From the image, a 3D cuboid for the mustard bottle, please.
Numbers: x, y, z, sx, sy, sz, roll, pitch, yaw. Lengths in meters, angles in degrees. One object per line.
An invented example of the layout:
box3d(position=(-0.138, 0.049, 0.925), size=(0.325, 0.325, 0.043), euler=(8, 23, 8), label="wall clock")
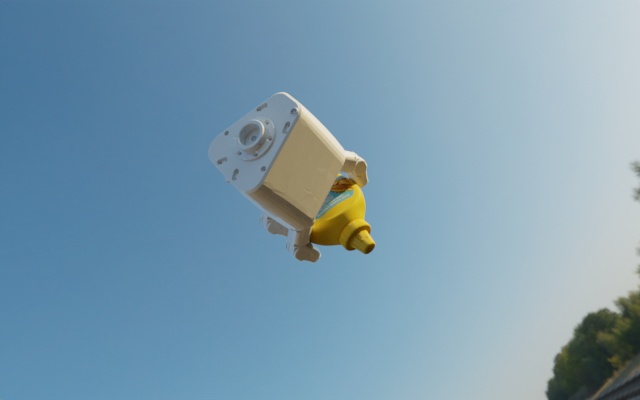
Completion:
box3d(position=(0.000, 0.002, 0.610), size=(0.096, 0.058, 0.191), euler=(-33, 53, -19), label="mustard bottle")
